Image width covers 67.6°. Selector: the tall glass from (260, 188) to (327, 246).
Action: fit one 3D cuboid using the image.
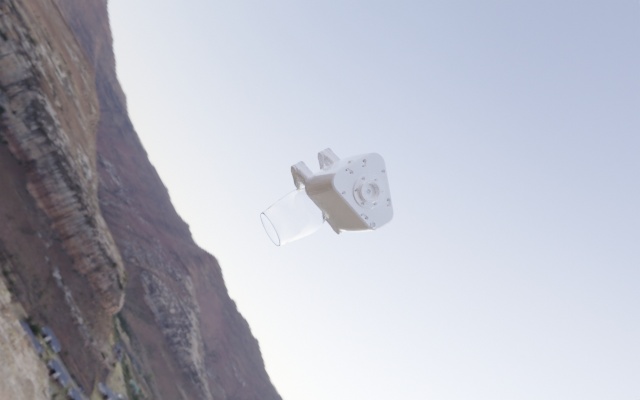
[{"bbox_3d":[0.001,0.002,0.804,0.201,0.079,0.079,-29,10,-20],"label":"tall glass"}]
